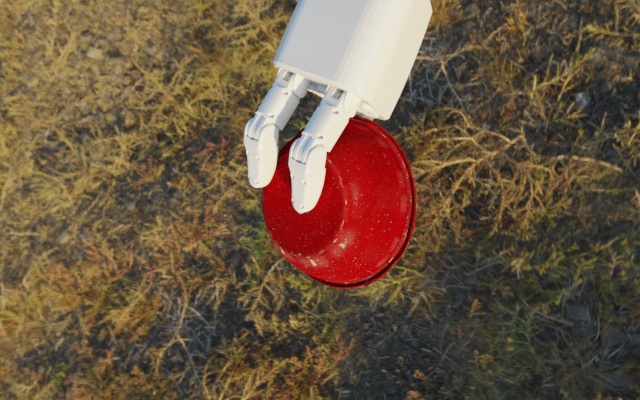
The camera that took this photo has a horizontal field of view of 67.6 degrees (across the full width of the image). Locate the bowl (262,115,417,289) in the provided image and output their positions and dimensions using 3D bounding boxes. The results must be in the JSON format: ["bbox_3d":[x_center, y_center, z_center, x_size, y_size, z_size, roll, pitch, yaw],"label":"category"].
[{"bbox_3d":[0.000,0.003,0.421,0.162,0.162,0.055,0,2,38],"label":"bowl"}]
